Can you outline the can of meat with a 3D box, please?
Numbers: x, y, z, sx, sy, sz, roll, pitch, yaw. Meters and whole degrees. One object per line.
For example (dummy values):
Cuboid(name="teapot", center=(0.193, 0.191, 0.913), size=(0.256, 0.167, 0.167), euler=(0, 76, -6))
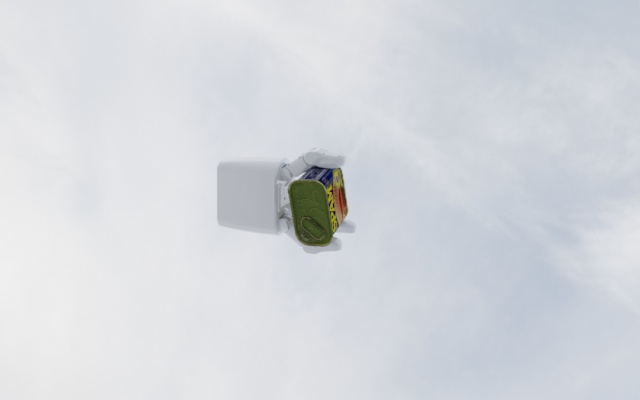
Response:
Cuboid(name="can of meat", center=(0.000, 0.002, 0.692), size=(0.057, 0.102, 0.084), euler=(1, 24, 22))
